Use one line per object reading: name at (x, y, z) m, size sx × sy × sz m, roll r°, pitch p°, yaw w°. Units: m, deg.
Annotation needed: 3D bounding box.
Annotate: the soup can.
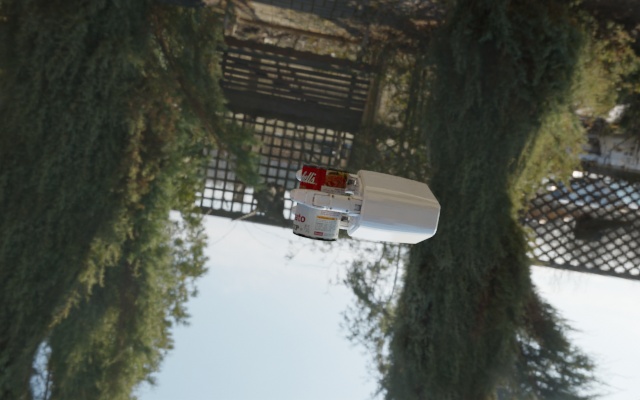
soup can at (0.000, 0.002, 0.684) m, size 0.068 × 0.102 × 0.068 m, roll 10°, pitch 4°, yaw -1°
